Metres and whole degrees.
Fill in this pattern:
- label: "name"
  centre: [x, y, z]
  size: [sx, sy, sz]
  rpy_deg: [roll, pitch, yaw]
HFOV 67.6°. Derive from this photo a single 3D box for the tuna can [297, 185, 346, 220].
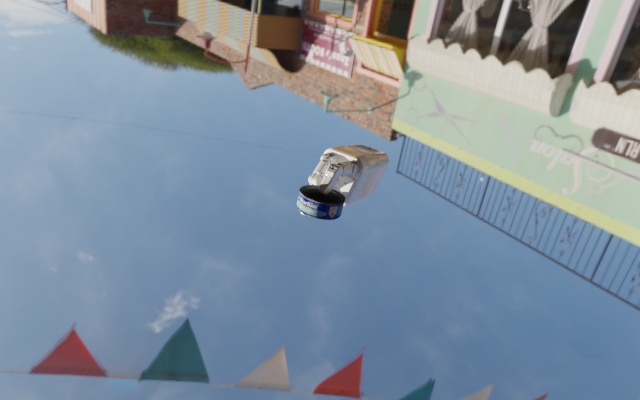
- label: "tuna can"
  centre: [0.000, 0.003, 0.869]
  size: [0.086, 0.034, 0.086]
  rpy_deg: [11, 21, -4]
